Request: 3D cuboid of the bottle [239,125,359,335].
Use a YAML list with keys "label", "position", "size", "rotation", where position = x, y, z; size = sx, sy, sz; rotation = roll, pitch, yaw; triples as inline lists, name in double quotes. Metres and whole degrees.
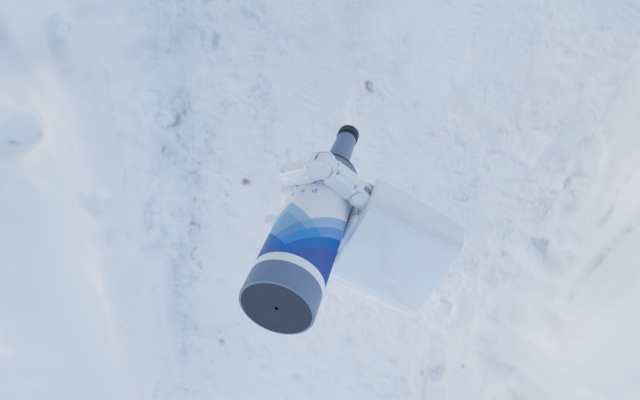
- label: "bottle"
  position: [0.000, 0.002, 0.503]
  size: [0.069, 0.069, 0.295]
  rotation: [0, 37, 18]
